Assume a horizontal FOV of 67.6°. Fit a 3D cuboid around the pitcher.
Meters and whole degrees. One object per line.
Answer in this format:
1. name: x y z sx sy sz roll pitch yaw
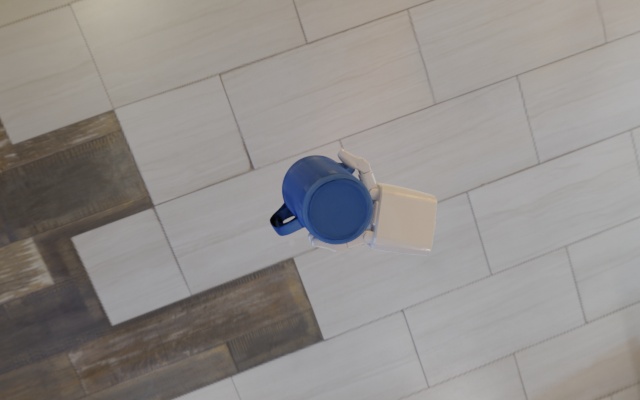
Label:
1. pitcher: 0.000 0.003 0.812 0.145 0.149 0.243 11 7 -10
